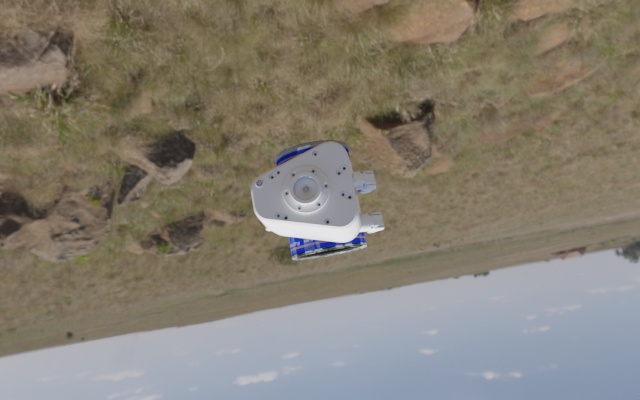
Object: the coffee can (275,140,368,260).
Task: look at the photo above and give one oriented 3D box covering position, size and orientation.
[{"bbox_3d":[0.000,0.002,0.644,0.103,0.140,0.103,-10,-10,-2],"label":"coffee can"}]
